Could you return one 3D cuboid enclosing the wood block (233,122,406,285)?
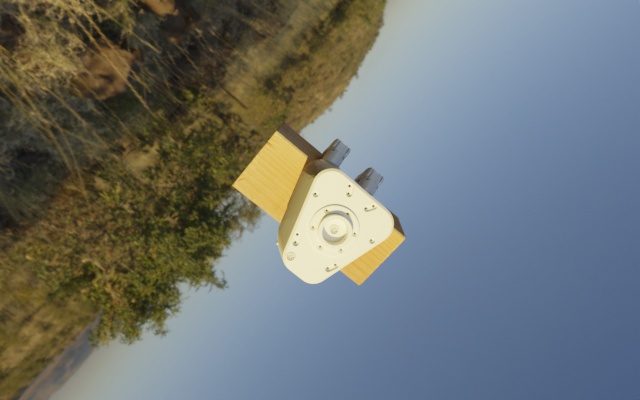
[{"bbox_3d":[0.000,0.002,0.625,0.206,0.091,0.090,40,13,-9],"label":"wood block"}]
